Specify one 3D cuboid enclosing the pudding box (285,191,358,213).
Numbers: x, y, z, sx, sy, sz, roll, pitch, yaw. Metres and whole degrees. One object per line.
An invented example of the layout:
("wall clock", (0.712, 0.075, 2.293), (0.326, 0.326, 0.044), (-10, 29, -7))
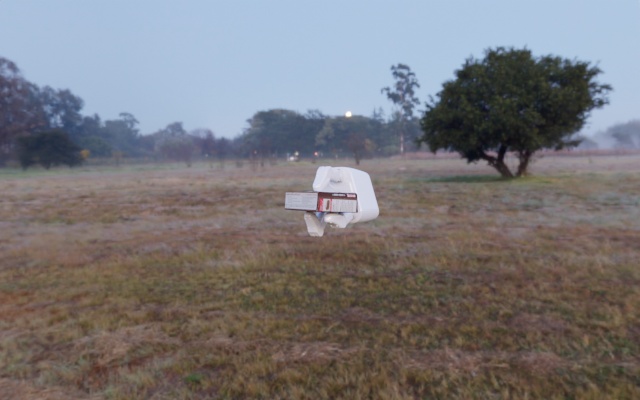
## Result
("pudding box", (0.000, 0.003, 0.868), (0.090, 0.039, 0.113), (1, -2, -34))
